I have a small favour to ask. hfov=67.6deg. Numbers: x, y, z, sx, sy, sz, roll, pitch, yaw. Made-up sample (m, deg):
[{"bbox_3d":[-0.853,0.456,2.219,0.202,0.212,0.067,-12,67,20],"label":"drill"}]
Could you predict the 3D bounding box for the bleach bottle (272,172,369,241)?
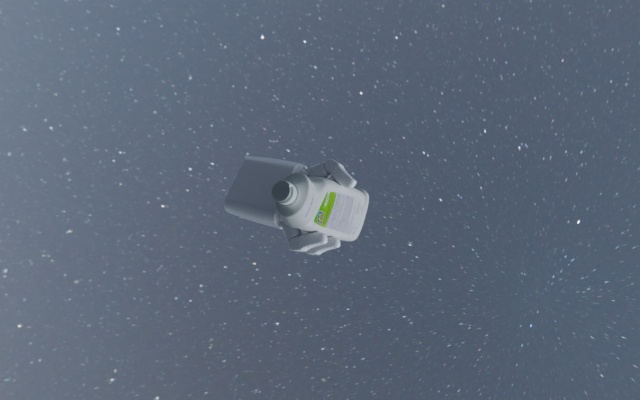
[{"bbox_3d":[0.000,0.003,0.746,0.068,0.102,0.251,12,-6,26],"label":"bleach bottle"}]
